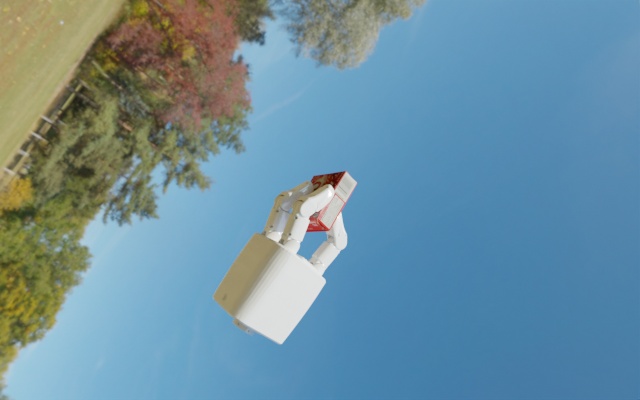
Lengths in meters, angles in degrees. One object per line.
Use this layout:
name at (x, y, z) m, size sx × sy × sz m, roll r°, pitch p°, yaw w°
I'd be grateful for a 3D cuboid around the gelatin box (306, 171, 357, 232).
gelatin box at (0.001, 0.002, 0.668) m, size 0.030 × 0.089 × 0.073 m, roll 45°, pitch -29°, yaw -27°
